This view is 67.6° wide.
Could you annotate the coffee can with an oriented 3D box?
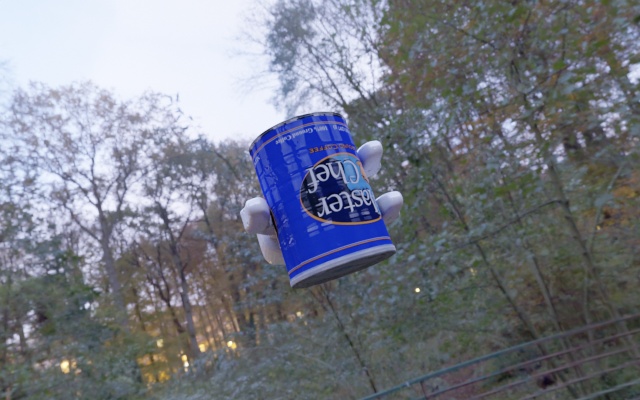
[{"bbox_3d":[0.000,0.002,0.459,0.103,0.140,0.103,-18,-14,-5],"label":"coffee can"}]
